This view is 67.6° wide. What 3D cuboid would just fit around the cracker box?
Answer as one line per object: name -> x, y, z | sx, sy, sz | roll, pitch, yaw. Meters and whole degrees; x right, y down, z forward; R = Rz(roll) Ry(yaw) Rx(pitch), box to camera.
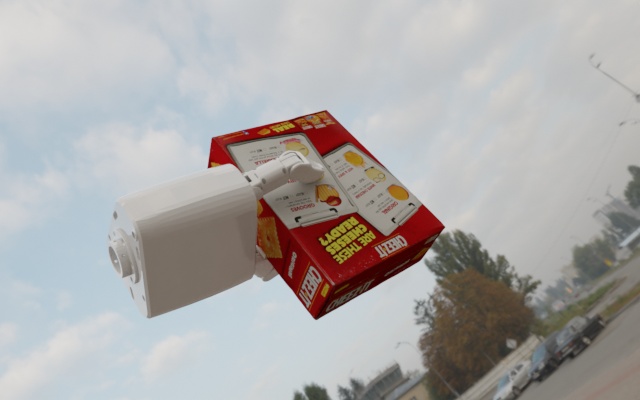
cracker box -> 0.000, 0.001, 0.524 | 0.164, 0.072, 0.213 | -21, 57, -36
